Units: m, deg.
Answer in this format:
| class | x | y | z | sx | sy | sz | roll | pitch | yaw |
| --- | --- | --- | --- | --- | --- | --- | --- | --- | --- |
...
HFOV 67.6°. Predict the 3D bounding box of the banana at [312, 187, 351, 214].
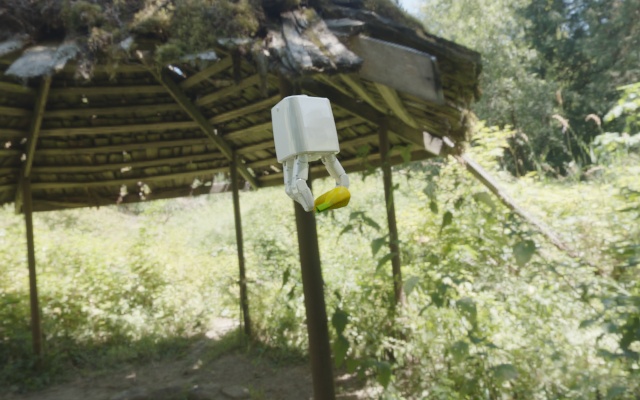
| class | x | y | z | sx | sy | sz | roll | pitch | yaw |
| --- | --- | --- | --- | --- | --- | --- | --- | --- | --- |
| banana | 0.018 | -0.001 | 0.859 | 0.069 | 0.037 | 0.198 | -13 | -1 | -3 |
